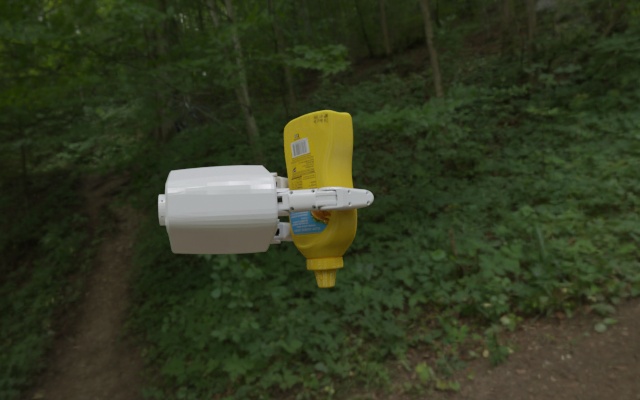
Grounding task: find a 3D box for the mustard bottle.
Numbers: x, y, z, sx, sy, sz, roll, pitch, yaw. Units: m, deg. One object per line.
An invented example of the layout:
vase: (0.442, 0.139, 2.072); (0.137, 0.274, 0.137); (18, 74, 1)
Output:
mustard bottle: (0.000, 0.002, 0.542); (0.058, 0.191, 0.096); (1, -6, -39)
